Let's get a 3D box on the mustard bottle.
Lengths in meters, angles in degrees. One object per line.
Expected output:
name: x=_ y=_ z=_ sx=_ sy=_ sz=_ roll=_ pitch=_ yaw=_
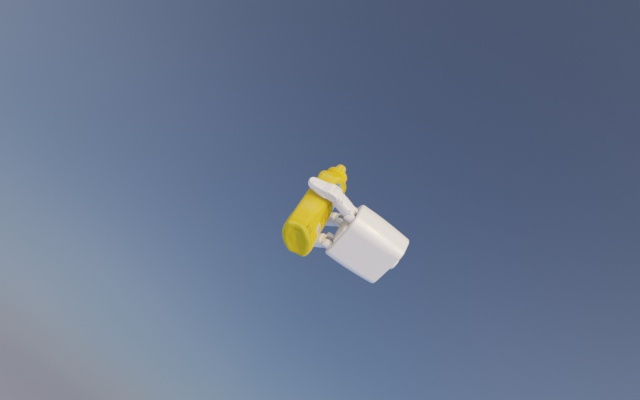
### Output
mustard bottle: x=0.000 y=0.003 z=0.866 sx=0.058 sy=0.191 sz=0.096 roll=21 pitch=-37 yaw=16
